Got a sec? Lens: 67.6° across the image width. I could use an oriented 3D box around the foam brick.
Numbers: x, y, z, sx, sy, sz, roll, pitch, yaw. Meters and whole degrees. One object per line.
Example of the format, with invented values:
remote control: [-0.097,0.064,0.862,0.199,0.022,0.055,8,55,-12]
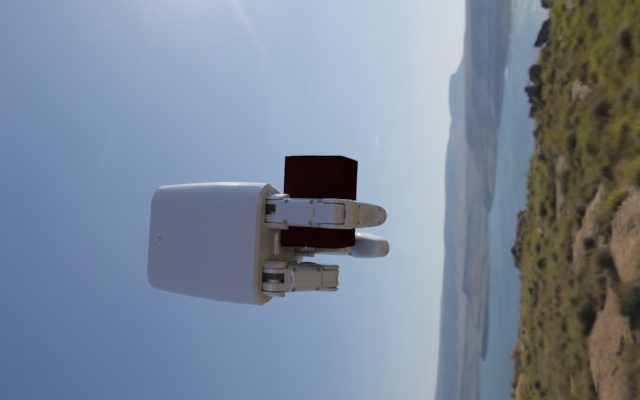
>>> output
foam brick: [0.000,0.001,0.410,0.051,0.078,0.053,2,-2,20]
